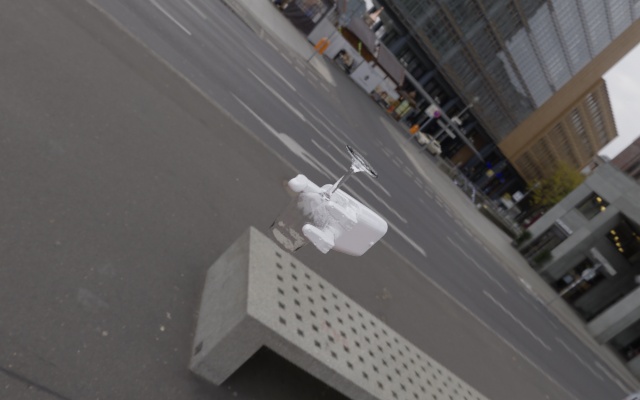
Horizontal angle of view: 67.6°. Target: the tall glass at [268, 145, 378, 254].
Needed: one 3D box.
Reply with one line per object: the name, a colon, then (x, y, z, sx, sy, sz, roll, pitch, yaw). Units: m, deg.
tall glass: (0.000, 0.002, 0.810, 0.201, 0.079, 0.079, -44, -14, 15)
